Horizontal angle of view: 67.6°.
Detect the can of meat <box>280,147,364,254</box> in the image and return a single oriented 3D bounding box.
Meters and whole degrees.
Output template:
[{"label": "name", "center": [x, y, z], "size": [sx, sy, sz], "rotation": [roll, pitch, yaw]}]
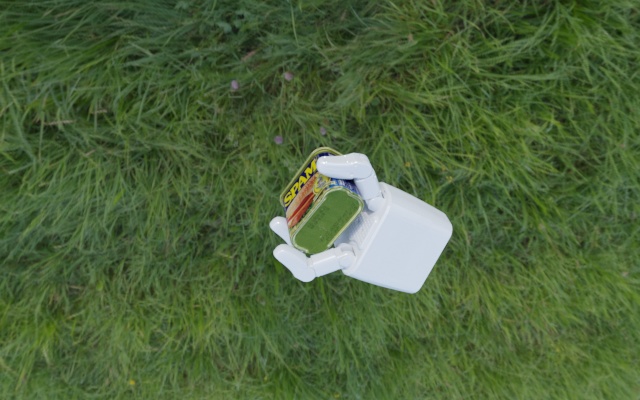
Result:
[{"label": "can of meat", "center": [0.000, 0.002, 0.567], "size": [0.057, 0.102, 0.084], "rotation": [25, 28, -28]}]
